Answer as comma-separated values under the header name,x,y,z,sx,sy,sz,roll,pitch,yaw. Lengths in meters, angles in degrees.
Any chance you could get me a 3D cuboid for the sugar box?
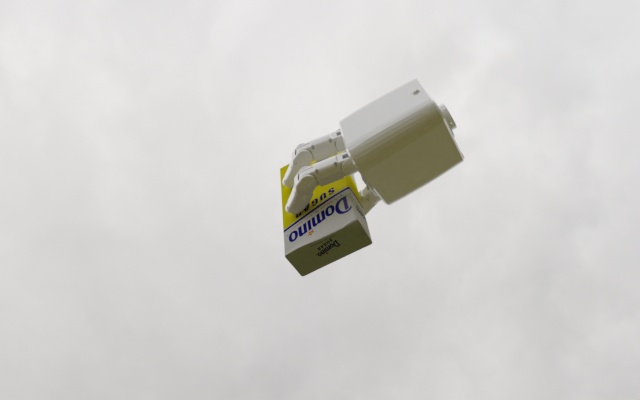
name,x,y,z,sx,sy,sz,roll,pitch,yaw
sugar box,0.000,0.001,0.584,0.093,0.048,0.176,-27,33,12
